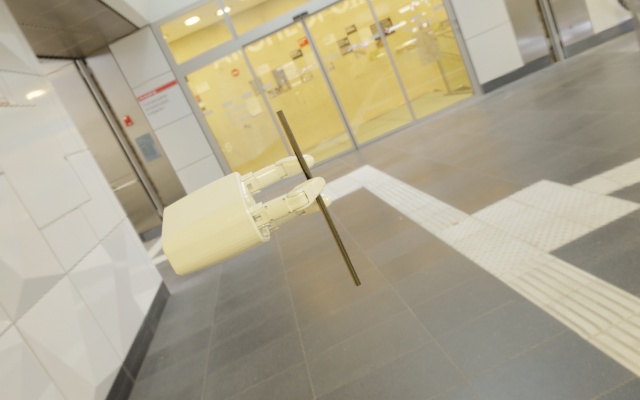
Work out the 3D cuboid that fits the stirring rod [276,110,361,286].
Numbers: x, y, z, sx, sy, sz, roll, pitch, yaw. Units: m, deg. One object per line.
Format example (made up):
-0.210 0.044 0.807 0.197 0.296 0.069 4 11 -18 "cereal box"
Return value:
0.000 0.002 0.585 0.011 0.239 0.011 -23 14 6 "stirring rod"
